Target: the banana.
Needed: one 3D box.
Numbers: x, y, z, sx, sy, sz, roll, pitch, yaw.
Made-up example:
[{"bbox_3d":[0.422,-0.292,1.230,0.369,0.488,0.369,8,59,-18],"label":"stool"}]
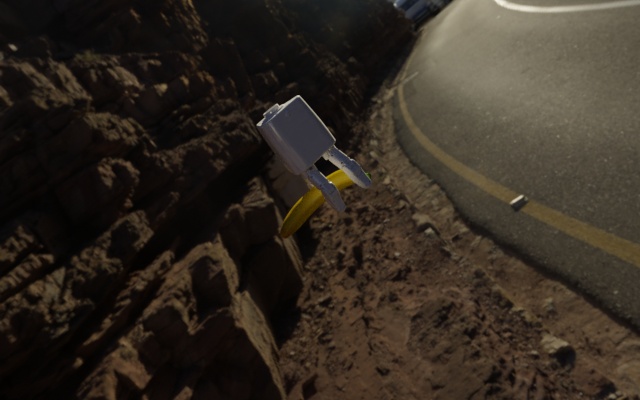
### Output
[{"bbox_3d":[-0.001,-0.005,0.887,0.198,0.037,0.069,-37,22,1],"label":"banana"}]
